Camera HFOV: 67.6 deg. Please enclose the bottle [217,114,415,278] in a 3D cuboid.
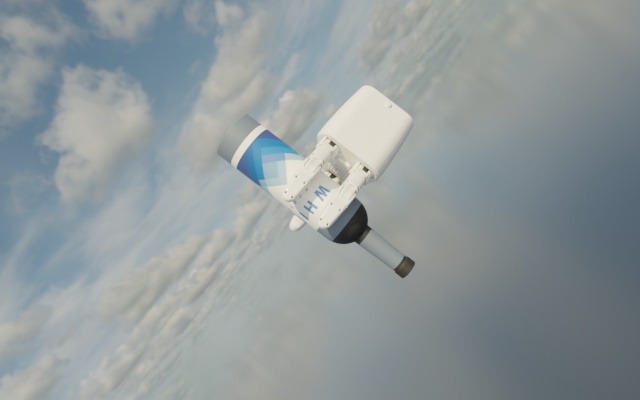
[{"bbox_3d":[0.000,0.002,0.631,0.295,0.069,0.069,38,1,1],"label":"bottle"}]
